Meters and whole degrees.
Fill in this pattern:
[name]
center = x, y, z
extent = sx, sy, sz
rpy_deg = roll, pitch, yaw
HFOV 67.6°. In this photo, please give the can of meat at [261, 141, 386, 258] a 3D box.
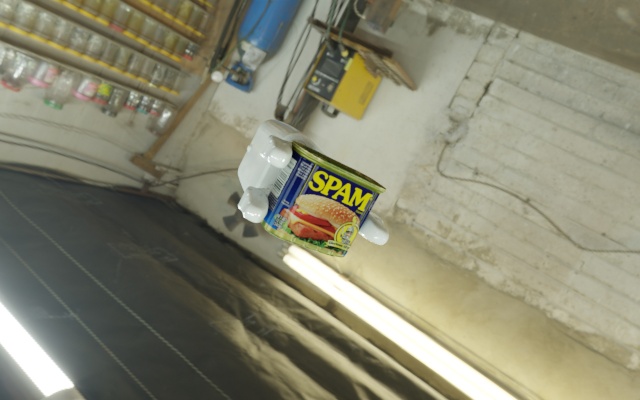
[can of meat]
center = 0.000, 0.002, 0.470
extent = 0.102, 0.084, 0.057
rpy_deg = 23, 11, -30
